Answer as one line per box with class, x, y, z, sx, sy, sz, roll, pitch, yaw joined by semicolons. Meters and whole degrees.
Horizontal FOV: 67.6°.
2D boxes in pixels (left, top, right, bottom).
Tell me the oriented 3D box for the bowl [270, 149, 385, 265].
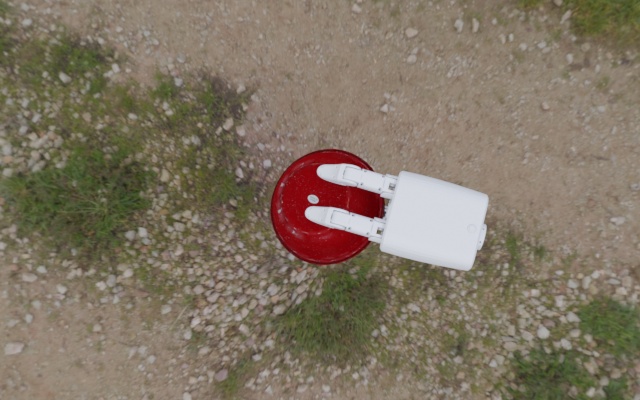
bowl;-0.001;0.002;0.627;0.162;0.162;0.055;0;-11;17
